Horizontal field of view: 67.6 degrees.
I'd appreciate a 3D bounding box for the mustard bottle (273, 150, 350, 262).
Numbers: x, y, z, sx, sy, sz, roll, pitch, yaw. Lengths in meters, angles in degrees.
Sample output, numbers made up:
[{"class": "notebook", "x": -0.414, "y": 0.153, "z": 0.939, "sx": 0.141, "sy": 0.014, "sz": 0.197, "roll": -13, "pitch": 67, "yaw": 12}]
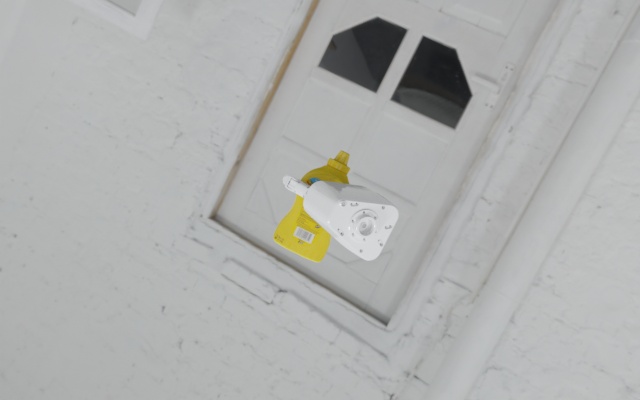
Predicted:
[{"class": "mustard bottle", "x": 0.000, "y": 0.003, "z": 0.825, "sx": 0.096, "sy": 0.191, "sz": 0.058, "roll": 27, "pitch": 5, "yaw": 1}]
